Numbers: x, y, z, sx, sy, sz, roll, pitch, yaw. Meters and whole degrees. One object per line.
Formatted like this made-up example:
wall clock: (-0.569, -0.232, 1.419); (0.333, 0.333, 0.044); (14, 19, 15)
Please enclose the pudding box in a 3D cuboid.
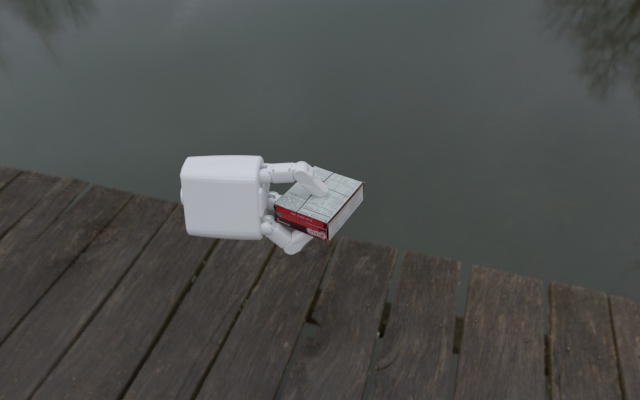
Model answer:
pudding box: (0.000, 0.002, 0.686); (0.090, 0.039, 0.113); (21, 45, 24)
